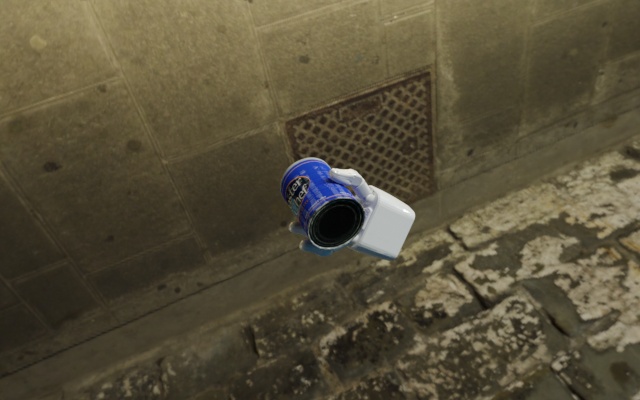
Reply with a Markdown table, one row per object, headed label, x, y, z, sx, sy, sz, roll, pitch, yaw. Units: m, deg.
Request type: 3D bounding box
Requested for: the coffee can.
| label | x | y | z | sx | sy | sz | roll | pitch | yaw |
| --- | --- | --- | --- | --- | --- | --- | --- | --- | --- |
| coffee can | 0.000 | 0.003 | 0.825 | 0.103 | 0.103 | 0.140 | 0 | 32 | -26 |
